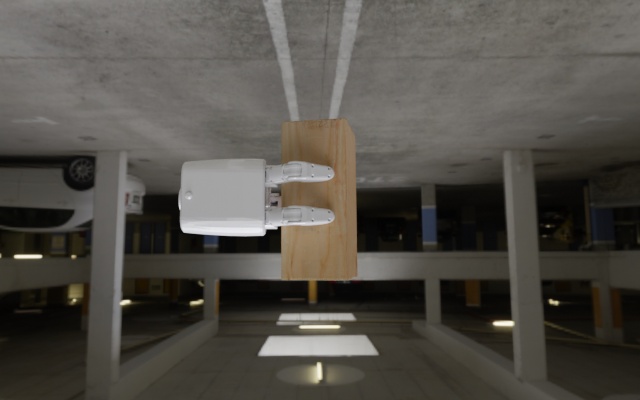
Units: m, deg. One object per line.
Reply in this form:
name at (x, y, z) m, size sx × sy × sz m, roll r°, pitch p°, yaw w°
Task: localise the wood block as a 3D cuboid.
wood block at (0.000, 0.002, 0.651) m, size 0.090 × 0.206 × 0.091 m, roll -2°, pitch -7°, yaw 11°
